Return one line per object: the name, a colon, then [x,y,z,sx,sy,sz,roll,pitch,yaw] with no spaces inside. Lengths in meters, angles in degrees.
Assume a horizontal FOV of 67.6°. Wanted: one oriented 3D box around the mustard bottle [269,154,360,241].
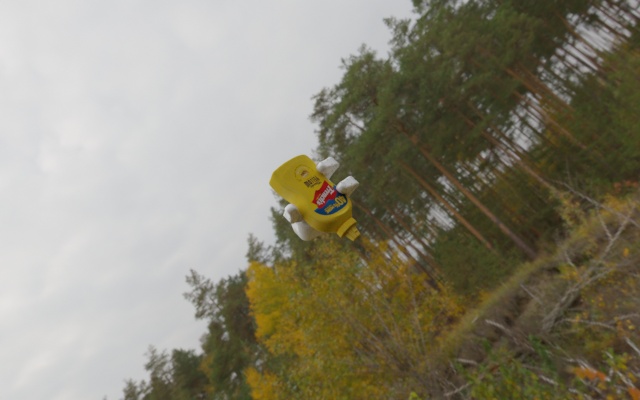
mustard bottle: [0.000,0.003,0.883,0.096,0.191,0.058,-34,-18,-39]
